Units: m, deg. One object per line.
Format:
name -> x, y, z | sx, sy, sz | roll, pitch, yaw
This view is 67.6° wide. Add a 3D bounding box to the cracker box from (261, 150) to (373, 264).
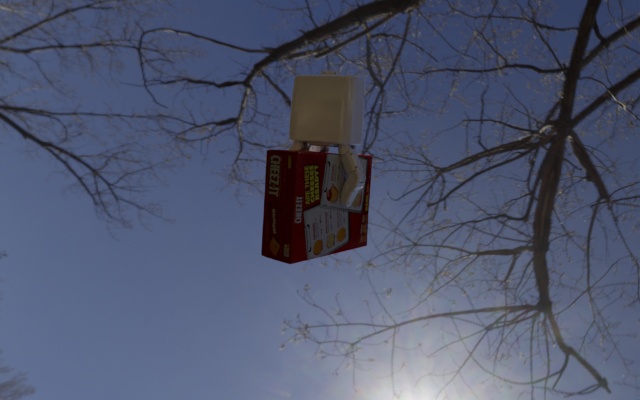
cracker box -> 0.000, 0.003, 0.777 | 0.072, 0.164, 0.213 | 8, 7, 36
